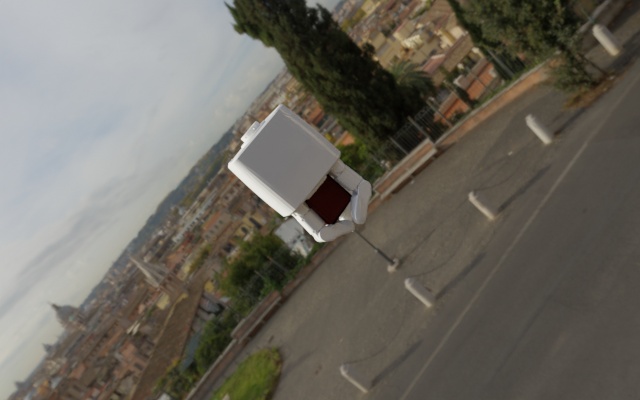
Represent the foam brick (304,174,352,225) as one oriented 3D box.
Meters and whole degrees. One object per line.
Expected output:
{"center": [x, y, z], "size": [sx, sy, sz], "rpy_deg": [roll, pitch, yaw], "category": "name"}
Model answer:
{"center": [0.000, 0.002, 0.690], "size": [0.051, 0.053, 0.078], "rpy_deg": [40, -21, -13], "category": "foam brick"}
